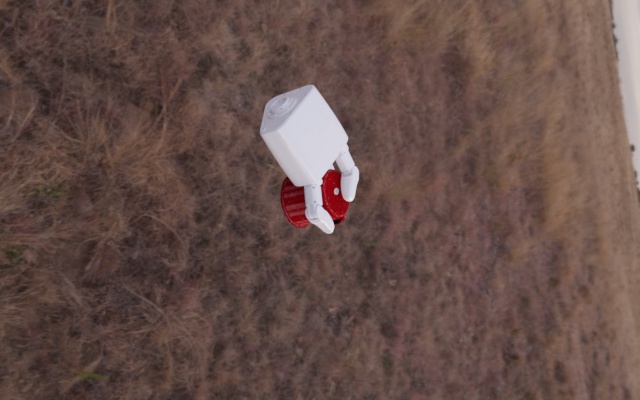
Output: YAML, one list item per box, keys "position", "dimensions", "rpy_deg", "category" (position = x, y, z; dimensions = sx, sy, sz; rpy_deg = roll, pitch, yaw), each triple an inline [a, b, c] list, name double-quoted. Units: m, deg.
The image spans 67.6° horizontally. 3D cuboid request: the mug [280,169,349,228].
- position: [0.001, 0.004, 0.791]
  dimensions: [0.081, 0.093, 0.117]
  rpy_deg: [-11, -48, 33]
  category: "mug"
